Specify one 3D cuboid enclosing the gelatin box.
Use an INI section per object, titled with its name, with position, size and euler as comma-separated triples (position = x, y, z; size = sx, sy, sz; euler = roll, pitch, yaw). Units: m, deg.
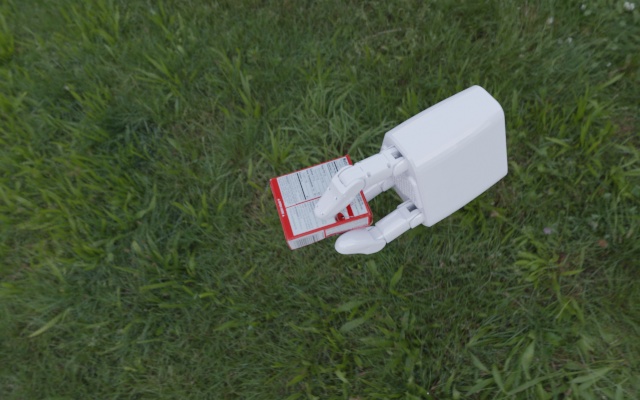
[gelatin box]
position = 0.000, 0.002, 0.490
size = 0.089, 0.073, 0.030
euler = -17, -26, -3
